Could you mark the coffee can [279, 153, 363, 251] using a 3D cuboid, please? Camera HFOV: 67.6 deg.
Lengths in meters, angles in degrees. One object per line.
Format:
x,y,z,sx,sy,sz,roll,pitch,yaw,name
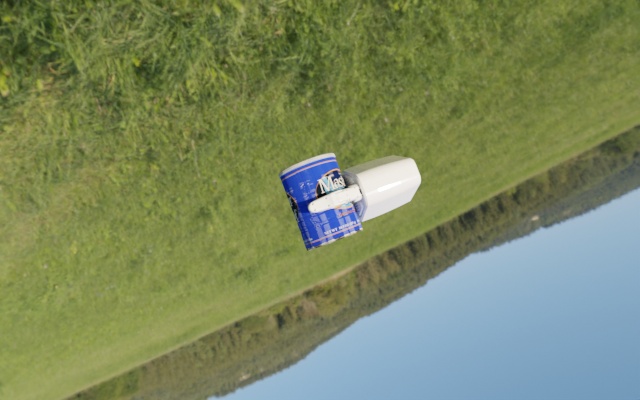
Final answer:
0.000,0.003,0.817,0.103,0.140,0.103,-21,-3,-1,coffee can
